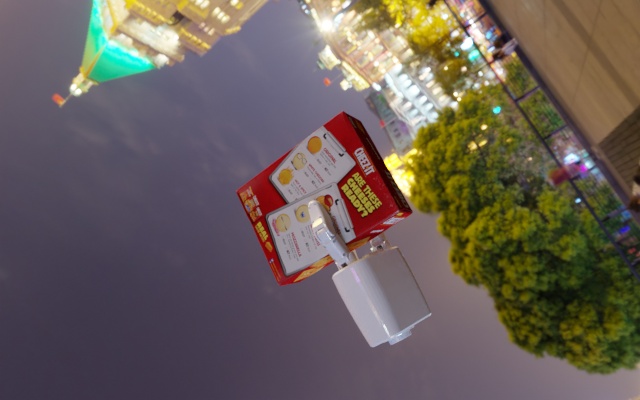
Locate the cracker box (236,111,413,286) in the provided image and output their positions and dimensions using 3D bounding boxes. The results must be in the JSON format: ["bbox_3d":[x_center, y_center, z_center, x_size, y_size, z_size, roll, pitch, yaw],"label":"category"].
[{"bbox_3d":[0.000,0.002,0.696,0.214,0.164,0.072,-34,-18,22],"label":"cracker box"}]
